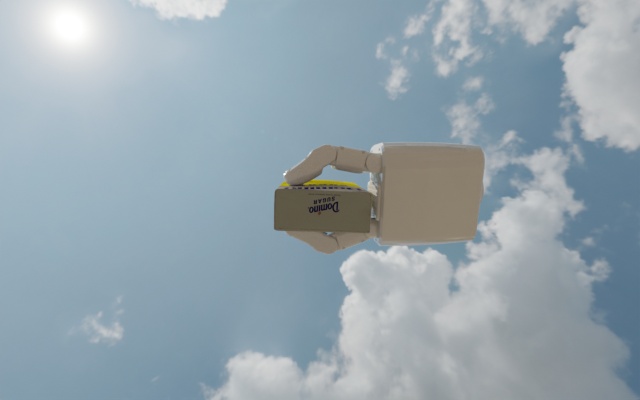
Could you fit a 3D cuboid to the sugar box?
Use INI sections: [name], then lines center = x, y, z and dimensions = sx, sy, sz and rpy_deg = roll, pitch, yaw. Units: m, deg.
[sugar box]
center = 0.000, 0.001, 0.528
dimensions = 0.093, 0.048, 0.176
rpy_deg = 2, 3, -2
